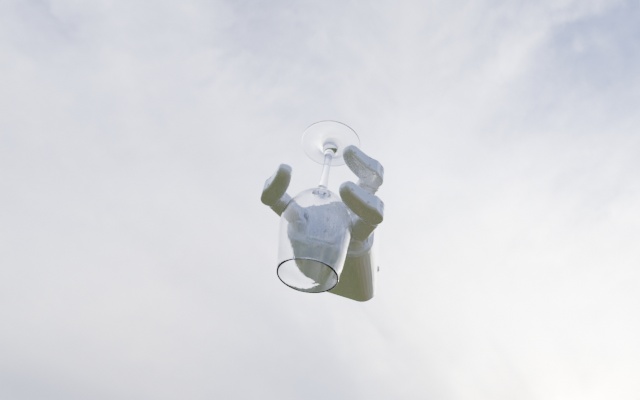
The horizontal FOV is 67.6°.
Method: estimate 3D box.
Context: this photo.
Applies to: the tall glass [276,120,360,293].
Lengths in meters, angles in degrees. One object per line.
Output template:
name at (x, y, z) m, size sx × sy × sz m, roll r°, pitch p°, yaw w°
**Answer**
tall glass at (0.000, 0.001, 0.532) m, size 0.079 × 0.200 × 0.079 m, roll 6°, pitch -43°, yaw 5°
